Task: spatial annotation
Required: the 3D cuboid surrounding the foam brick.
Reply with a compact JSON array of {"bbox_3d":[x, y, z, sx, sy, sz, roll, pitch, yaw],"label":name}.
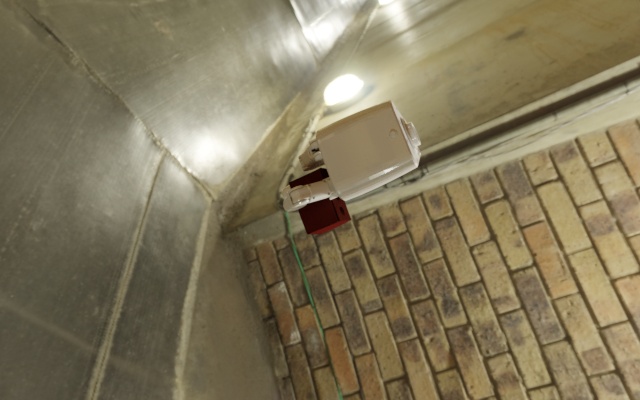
[{"bbox_3d":[0.000,0.002,0.651,0.051,0.078,0.053,-23,-9,18],"label":"foam brick"}]
